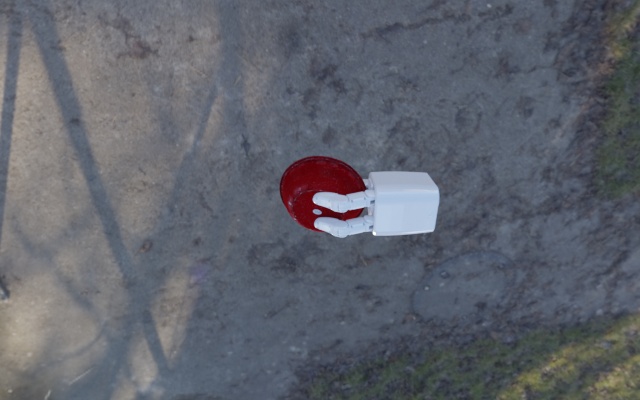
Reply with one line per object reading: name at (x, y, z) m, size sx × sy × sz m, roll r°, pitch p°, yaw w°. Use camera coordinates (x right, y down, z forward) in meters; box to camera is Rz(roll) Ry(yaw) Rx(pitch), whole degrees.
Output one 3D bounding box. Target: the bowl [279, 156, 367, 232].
bowl at (-0.001, 0.003, 0.846) m, size 0.162 × 0.162 × 0.055 m, roll 0°, pitch 37°, yaw 12°
